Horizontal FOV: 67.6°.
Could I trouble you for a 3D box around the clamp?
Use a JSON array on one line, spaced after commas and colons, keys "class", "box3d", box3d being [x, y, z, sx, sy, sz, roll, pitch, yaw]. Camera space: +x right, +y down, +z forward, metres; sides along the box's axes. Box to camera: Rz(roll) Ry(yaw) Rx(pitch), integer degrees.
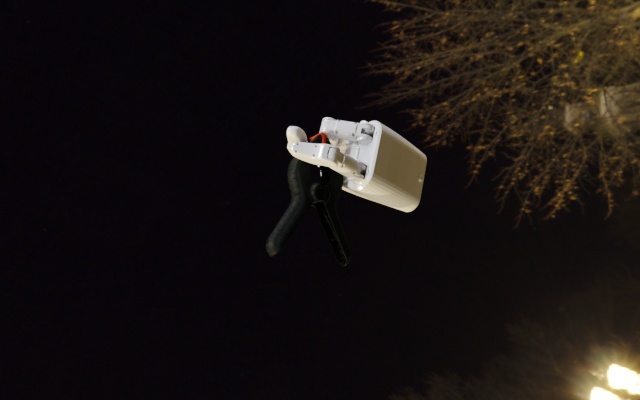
[{"class": "clamp", "box3d": [0.000, 0.002, 0.611, 0.120, 0.171, 0.039, 24, -19, -36]}]
